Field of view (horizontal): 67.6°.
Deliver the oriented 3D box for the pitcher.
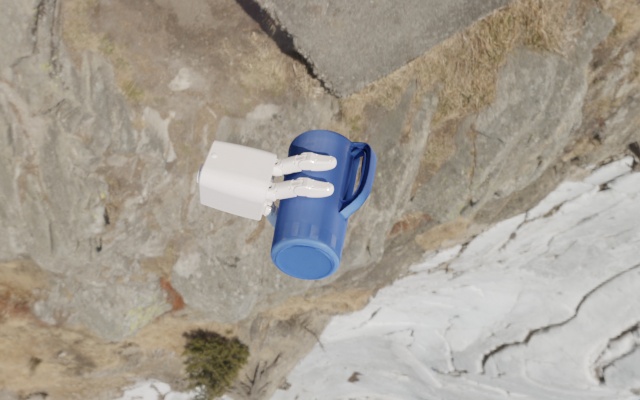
[{"bbox_3d":[0.000,0.003,0.794,0.145,0.242,0.149,15,-41,-6],"label":"pitcher"}]
